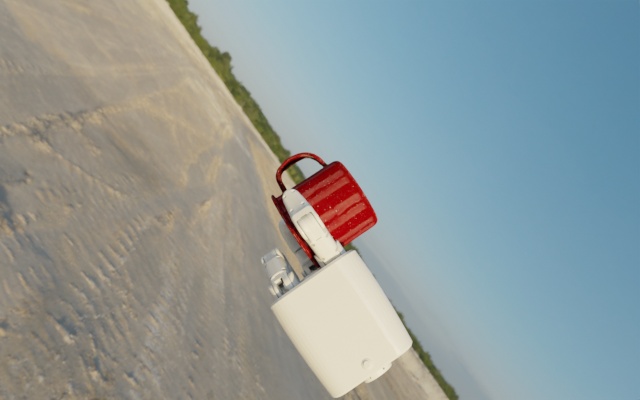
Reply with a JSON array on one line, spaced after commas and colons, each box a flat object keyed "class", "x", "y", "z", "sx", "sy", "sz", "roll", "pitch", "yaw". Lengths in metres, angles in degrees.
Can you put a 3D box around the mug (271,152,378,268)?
[{"class": "mug", "x": -0.001, "y": 0.000, "z": 0.509, "sx": 0.081, "sy": 0.117, "sz": 0.093, "roll": -33, "pitch": -8, "yaw": -1}]
